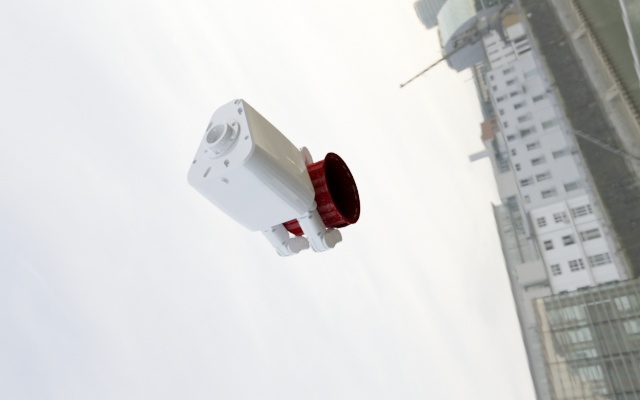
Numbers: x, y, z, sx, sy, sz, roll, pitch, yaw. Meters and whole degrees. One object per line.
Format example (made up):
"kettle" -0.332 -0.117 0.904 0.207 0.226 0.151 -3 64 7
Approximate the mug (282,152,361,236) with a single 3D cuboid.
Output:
"mug" 0.001 0.003 0.608 0.081 0.093 0.117 -19 -39 26
